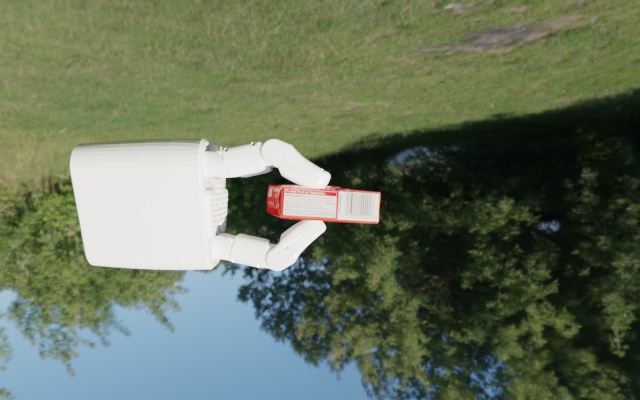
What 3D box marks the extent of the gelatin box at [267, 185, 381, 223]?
[{"bbox_3d":[0.000,0.002,0.430,0.089,0.030,0.073,4,1,-13],"label":"gelatin box"}]
